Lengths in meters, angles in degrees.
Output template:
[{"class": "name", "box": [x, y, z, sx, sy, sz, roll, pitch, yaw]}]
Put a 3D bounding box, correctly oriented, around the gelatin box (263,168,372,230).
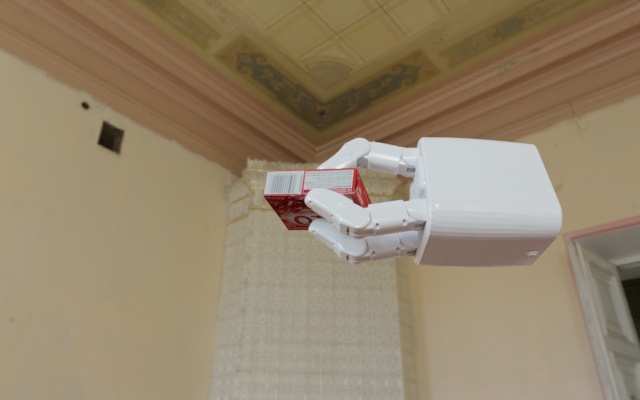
[{"class": "gelatin box", "box": [0.000, 0.001, 0.452, 0.089, 0.030, 0.073, -1, -29, 17]}]
